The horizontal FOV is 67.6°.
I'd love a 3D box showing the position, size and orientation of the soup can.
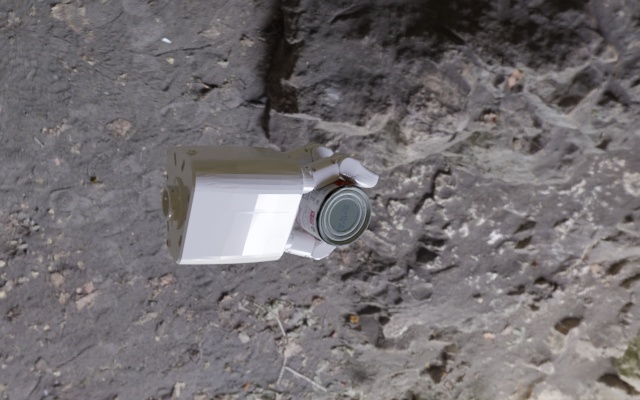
[{"bbox_3d":[0.001,0.002,0.522,0.068,0.068,0.102,0,17,-32],"label":"soup can"}]
